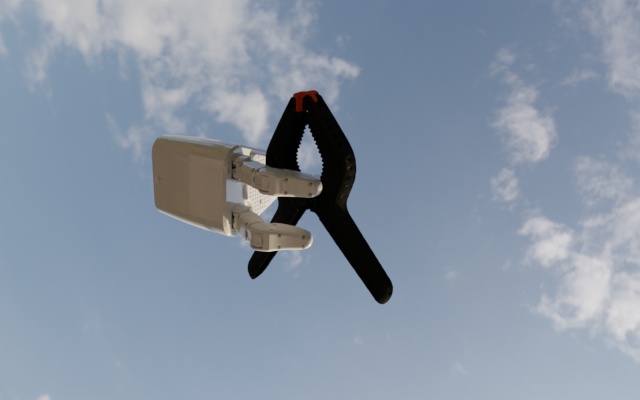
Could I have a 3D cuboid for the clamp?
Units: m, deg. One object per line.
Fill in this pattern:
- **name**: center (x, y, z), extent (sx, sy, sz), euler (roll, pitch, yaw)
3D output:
- **clamp**: center (0.000, 0.001, 0.468), extent (0.164, 0.210, 0.036), euler (12, 21, 24)
